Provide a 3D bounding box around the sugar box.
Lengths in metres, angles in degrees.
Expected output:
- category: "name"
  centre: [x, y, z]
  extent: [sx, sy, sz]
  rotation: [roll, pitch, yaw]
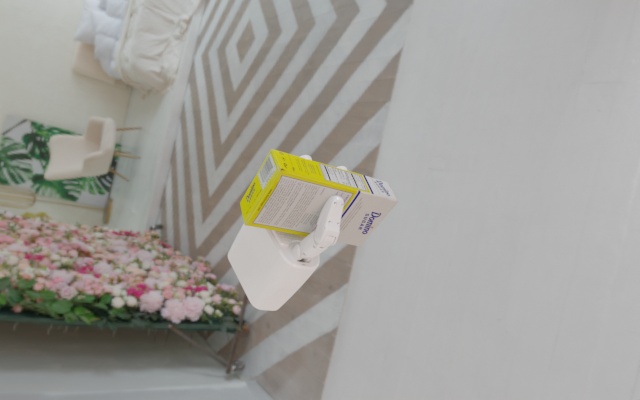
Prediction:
- category: "sugar box"
  centre: [0.000, 0.002, 0.598]
  extent: [0.176, 0.048, 0.093]
  rotation: [12, -51, -34]
